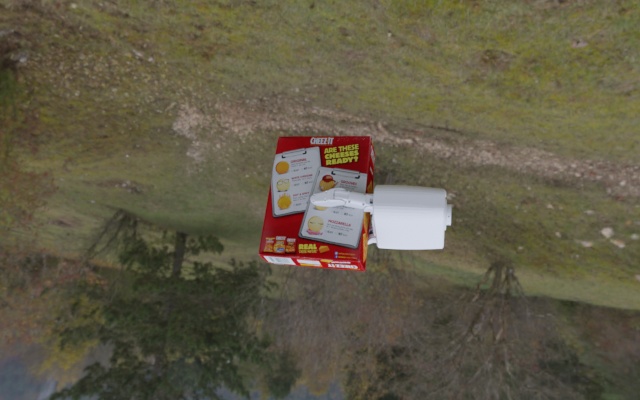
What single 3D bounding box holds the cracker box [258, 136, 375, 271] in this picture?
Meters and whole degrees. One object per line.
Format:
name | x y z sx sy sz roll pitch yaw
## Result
cracker box | 0.000 0.003 0.789 0.164 0.213 0.072 2 -22 14
